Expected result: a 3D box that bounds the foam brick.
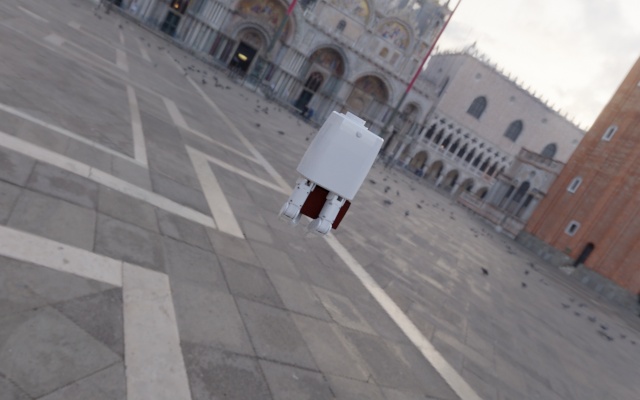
[{"bbox_3d":[0.000,0.003,0.765,0.078,0.051,0.053,27,10,-21],"label":"foam brick"}]
